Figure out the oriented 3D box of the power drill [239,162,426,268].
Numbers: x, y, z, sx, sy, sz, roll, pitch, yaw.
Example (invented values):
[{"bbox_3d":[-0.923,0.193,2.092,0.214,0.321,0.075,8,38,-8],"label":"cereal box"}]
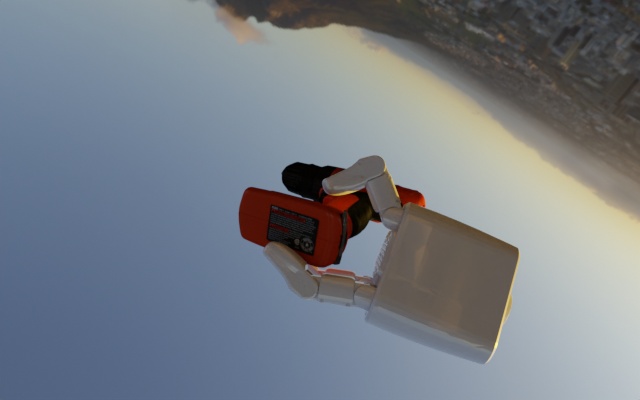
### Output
[{"bbox_3d":[0.000,0.002,0.506,0.184,0.057,0.187,15,19,27],"label":"power drill"}]
